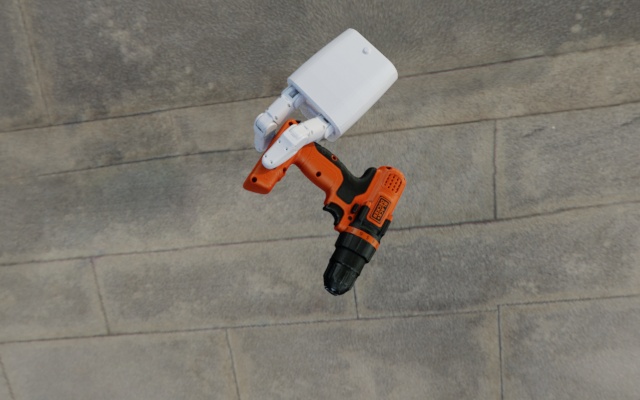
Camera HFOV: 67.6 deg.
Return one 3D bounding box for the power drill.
[{"bbox_3d":[0.000,0.001,0.602,0.188,0.184,0.057,33,-19,-12],"label":"power drill"}]
